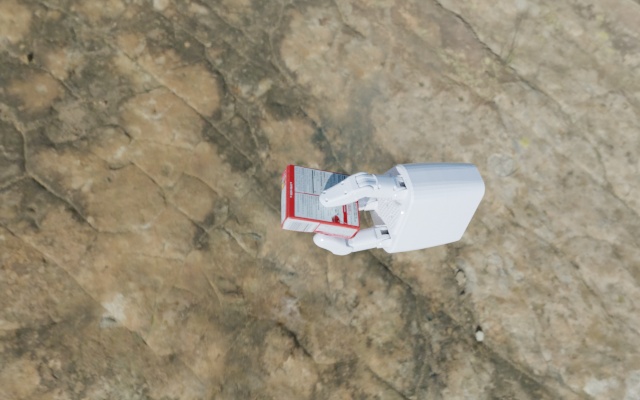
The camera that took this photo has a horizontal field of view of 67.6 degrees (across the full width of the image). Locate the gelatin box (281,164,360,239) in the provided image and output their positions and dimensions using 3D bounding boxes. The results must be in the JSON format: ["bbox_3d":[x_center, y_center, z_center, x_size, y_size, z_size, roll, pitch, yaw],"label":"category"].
[{"bbox_3d":[0.000,0.002,0.552,0.089,0.073,0.030,10,-34,-18],"label":"gelatin box"}]
